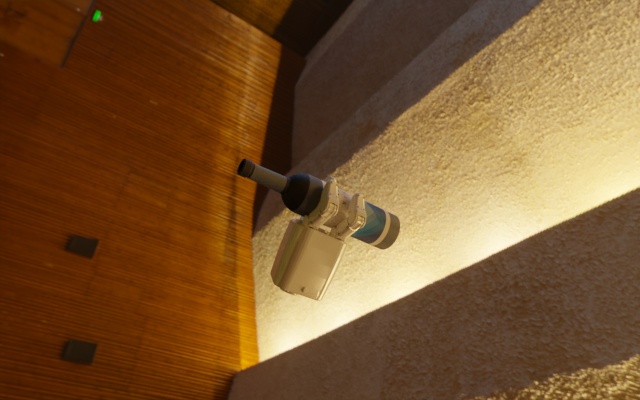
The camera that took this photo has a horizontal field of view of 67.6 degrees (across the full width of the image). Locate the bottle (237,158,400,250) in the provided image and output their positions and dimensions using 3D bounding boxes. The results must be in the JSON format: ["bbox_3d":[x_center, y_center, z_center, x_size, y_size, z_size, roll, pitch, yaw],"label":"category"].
[{"bbox_3d":[0.000,0.003,0.785,0.296,0.069,0.069,24,-12,-27],"label":"bottle"}]
